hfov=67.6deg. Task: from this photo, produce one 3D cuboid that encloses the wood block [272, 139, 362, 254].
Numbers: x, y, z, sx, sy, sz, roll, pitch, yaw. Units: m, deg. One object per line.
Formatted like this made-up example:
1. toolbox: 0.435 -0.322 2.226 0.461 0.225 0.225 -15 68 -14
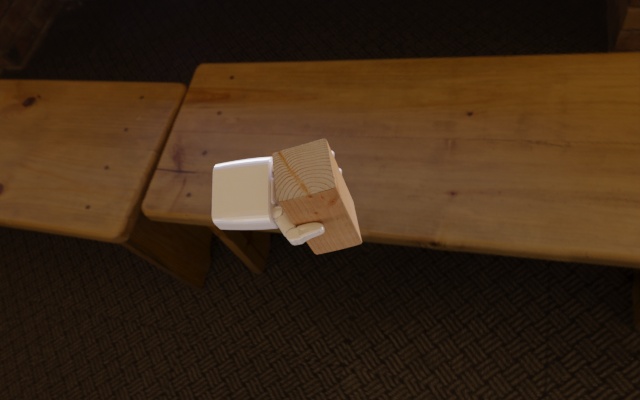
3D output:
1. wood block: 0.000 0.003 0.785 0.090 0.090 0.206 -14 -30 9
